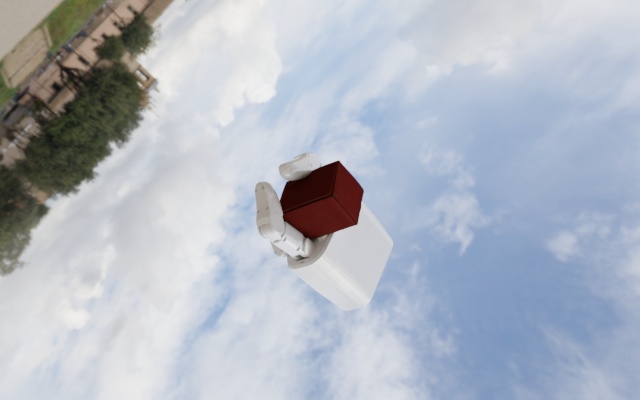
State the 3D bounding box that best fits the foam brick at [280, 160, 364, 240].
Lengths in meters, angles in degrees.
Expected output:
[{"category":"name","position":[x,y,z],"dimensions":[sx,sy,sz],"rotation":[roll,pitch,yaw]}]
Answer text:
[{"category":"foam brick","position":[0.000,0.002,0.517],"dimensions":[0.078,0.053,0.051],"rotation":[-20,-52,34]}]
